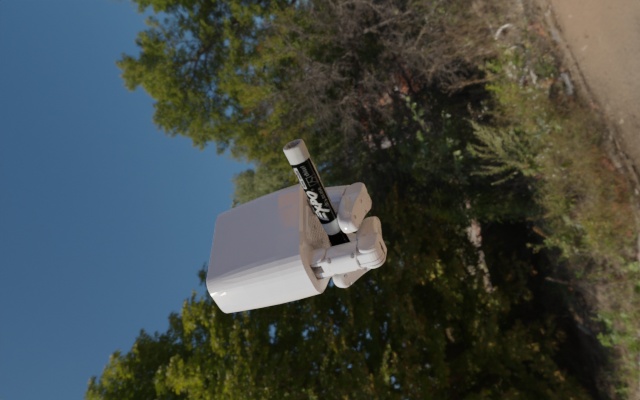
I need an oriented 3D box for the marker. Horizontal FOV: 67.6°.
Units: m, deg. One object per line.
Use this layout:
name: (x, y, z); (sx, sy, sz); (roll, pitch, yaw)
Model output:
marker: (0.000, 0.001, 0.430); (0.020, 0.121, 0.020); (-21, 26, 11)
